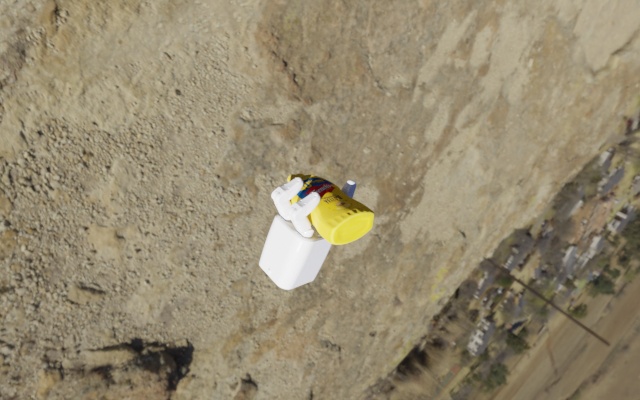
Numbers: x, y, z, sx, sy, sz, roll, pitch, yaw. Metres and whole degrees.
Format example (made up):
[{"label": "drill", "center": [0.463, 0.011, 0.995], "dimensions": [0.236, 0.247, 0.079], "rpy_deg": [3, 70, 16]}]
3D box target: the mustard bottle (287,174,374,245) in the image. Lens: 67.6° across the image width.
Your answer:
[{"label": "mustard bottle", "center": [0.000, 0.003, 0.849], "dimensions": [0.096, 0.058, 0.191], "rpy_deg": [-21, 40, -31]}]
